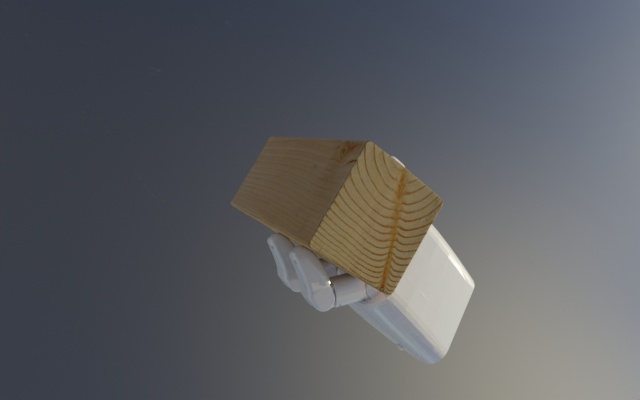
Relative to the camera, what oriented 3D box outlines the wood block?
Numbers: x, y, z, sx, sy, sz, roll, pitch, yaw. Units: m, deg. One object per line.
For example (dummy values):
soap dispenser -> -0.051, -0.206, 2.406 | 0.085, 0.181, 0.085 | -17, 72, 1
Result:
wood block -> 0.001, 0.001, 0.448 | 0.090, 0.091, 0.206 | 34, -8, -26
